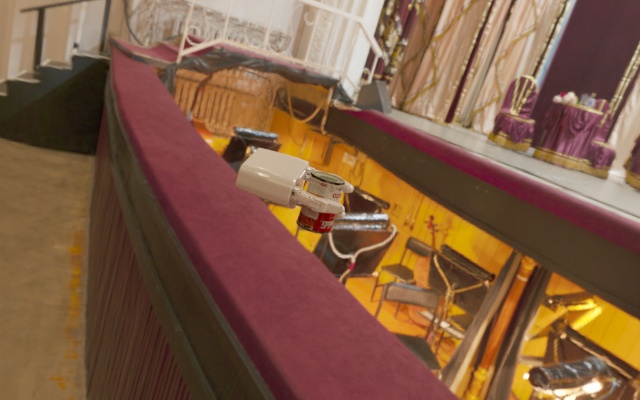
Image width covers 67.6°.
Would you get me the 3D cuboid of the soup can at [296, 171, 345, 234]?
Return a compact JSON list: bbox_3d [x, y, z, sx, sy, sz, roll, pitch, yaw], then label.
[{"bbox_3d":[0.001,0.003,0.894,0.068,0.102,0.068,16,15,-4],"label":"soup can"}]
